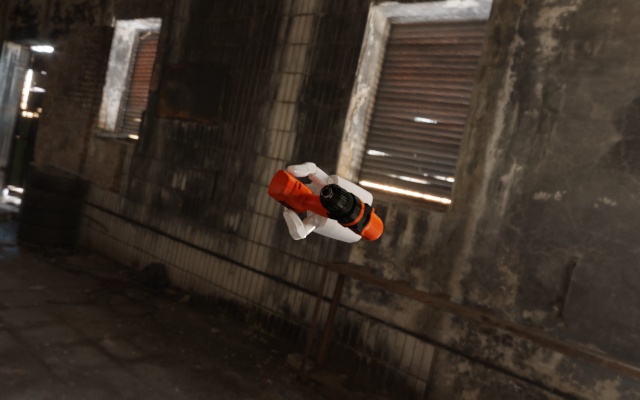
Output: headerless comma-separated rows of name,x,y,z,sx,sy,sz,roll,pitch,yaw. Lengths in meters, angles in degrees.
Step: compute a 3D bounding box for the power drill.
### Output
power drill,0.000,0.003,0.822,0.187,0.057,0.184,22,-11,36
